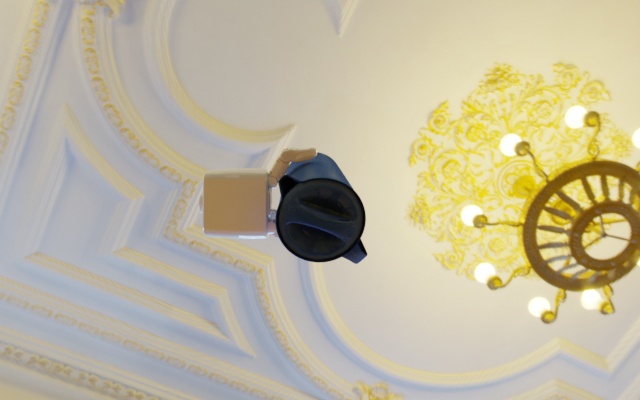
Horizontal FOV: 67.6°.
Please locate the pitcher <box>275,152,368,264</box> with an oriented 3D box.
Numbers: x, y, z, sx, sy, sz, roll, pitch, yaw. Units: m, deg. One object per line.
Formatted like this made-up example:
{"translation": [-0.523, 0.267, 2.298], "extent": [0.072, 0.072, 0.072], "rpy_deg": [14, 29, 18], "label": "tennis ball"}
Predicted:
{"translation": [0.000, 0.003, 0.806], "extent": [0.145, 0.149, 0.242], "rpy_deg": [1, 18, -4], "label": "pitcher"}
